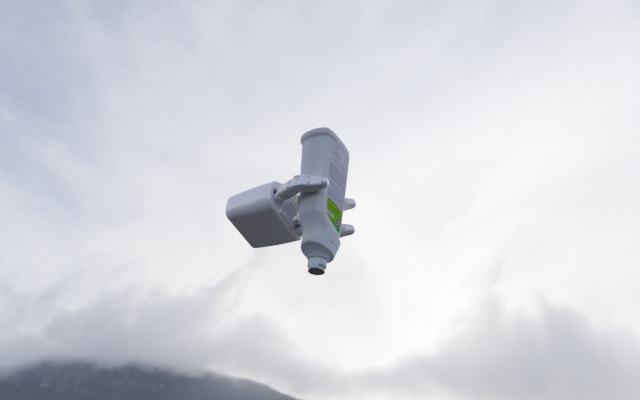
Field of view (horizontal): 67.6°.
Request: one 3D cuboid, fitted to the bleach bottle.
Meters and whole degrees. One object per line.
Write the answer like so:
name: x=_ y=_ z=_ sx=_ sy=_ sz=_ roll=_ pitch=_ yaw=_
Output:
bleach bottle: x=0.000 y=0.003 z=0.808 sx=0.068 sy=0.250 sz=0.103 roll=-15 pitch=-38 yaw=29
